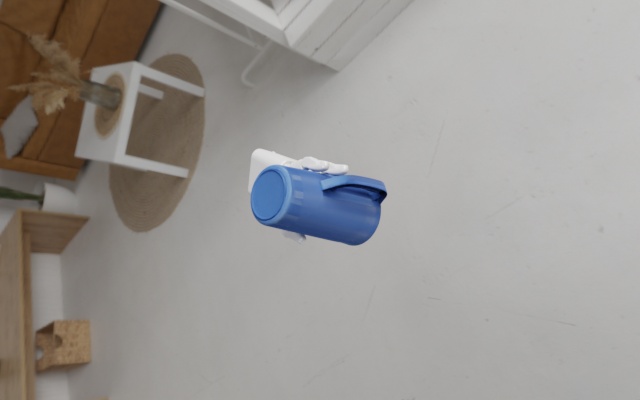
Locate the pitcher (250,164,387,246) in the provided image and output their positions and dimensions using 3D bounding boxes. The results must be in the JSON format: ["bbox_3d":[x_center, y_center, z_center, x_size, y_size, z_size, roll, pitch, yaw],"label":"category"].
[{"bbox_3d":[0.000,0.003,0.891,0.243,0.149,0.145,13,10,-46],"label":"pitcher"}]
